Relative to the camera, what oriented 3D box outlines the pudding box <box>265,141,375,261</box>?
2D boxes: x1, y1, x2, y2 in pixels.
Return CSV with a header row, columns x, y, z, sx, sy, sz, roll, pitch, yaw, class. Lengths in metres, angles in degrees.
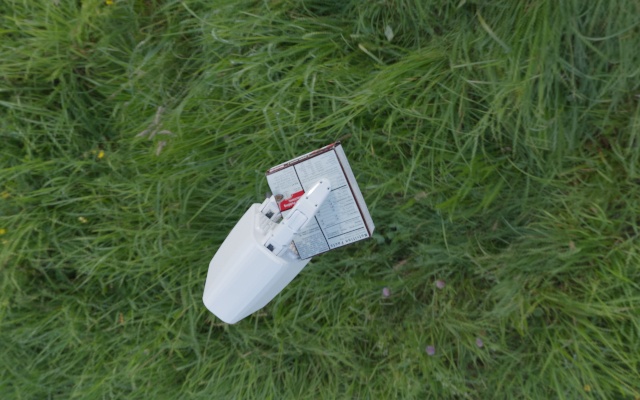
x,y,z,sx,sy,sz,roll,pitch,yaw,class
0.000,0.002,0.542,0.090,0.113,0.039,-20,12,15,pudding box
